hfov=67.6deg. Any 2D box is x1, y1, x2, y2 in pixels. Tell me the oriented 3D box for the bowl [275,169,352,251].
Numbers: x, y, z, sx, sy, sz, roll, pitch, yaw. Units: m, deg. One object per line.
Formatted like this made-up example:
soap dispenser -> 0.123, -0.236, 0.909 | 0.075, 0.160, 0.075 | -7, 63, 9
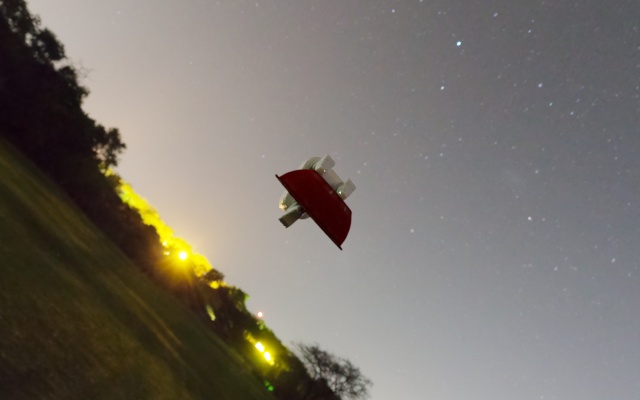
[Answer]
bowl -> 0.001, 0.003, 0.762 | 0.055, 0.162, 0.162 | -41, 0, 0
